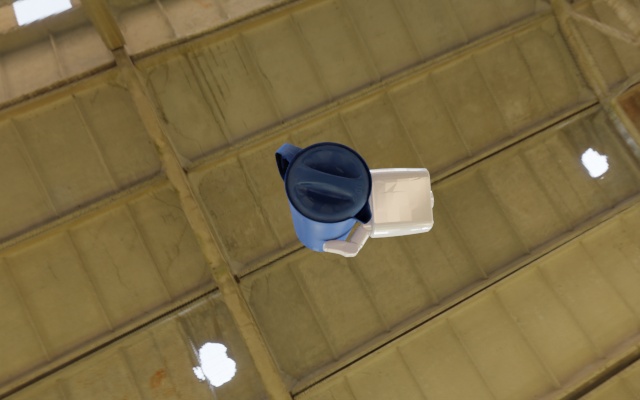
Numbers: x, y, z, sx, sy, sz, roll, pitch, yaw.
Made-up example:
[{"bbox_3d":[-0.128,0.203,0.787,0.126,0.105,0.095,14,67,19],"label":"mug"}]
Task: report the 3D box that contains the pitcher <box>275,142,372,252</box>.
[{"bbox_3d":[0.000,0.003,0.828,0.145,0.149,0.243,-4,-19,-4],"label":"pitcher"}]
